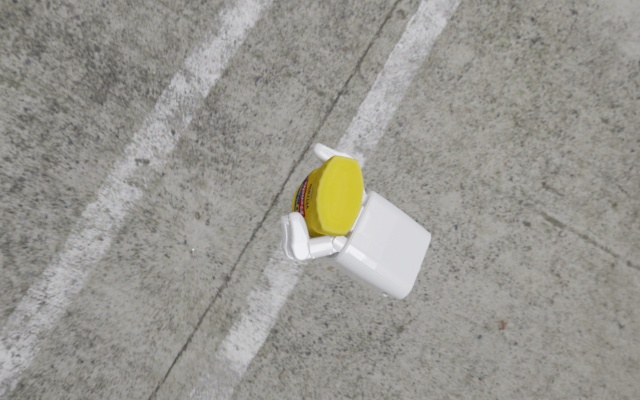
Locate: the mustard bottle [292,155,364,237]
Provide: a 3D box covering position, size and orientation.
[{"bbox_3d":[0.000,0.002,0.650,0.058,0.096,0.191,10,-8,-14],"label":"mustard bottle"}]
